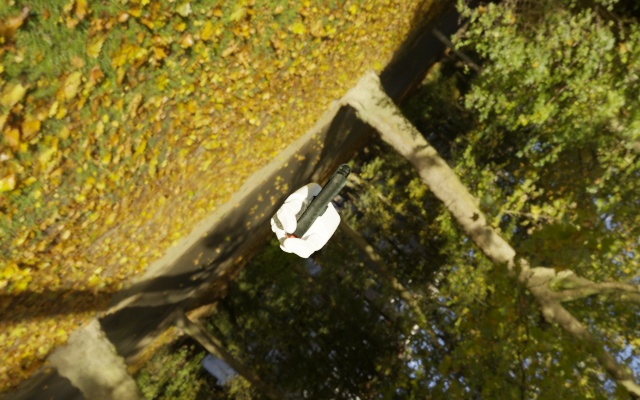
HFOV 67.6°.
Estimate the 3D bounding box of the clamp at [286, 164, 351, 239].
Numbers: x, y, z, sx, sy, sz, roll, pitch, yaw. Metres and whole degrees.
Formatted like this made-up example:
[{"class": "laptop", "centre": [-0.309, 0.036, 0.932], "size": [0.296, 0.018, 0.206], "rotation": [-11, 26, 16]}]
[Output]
[{"class": "clamp", "centre": [0.000, 0.003, 0.865], "size": [0.039, 0.171, 0.120], "rotation": [42, 24, 2]}]
